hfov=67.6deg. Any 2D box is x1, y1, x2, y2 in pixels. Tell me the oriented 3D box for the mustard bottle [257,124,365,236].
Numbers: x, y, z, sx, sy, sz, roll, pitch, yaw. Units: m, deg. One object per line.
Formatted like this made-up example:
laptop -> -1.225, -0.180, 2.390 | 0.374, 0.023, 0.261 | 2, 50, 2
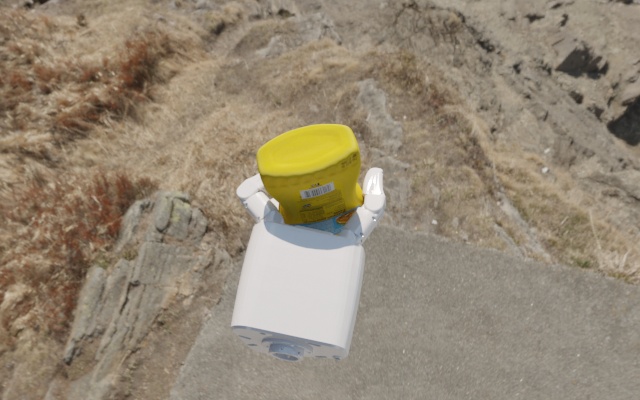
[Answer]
mustard bottle -> 0.000, 0.001, 0.517 | 0.096, 0.058, 0.192 | -17, -33, -1
